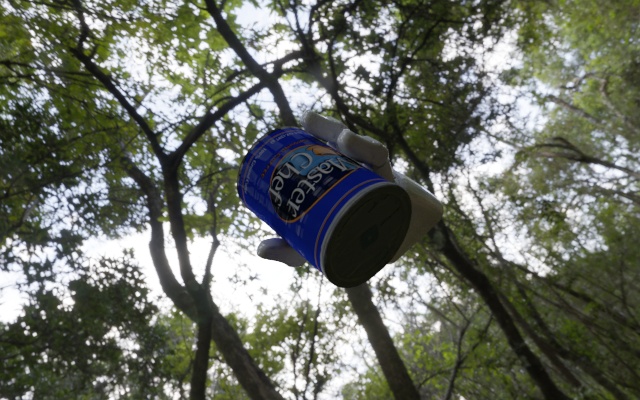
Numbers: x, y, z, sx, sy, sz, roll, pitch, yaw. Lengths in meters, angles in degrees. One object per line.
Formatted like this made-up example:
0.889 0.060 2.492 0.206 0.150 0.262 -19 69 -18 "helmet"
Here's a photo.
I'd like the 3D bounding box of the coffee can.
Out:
0.000 0.002 0.454 0.103 0.103 0.140 0 27 -44 "coffee can"
